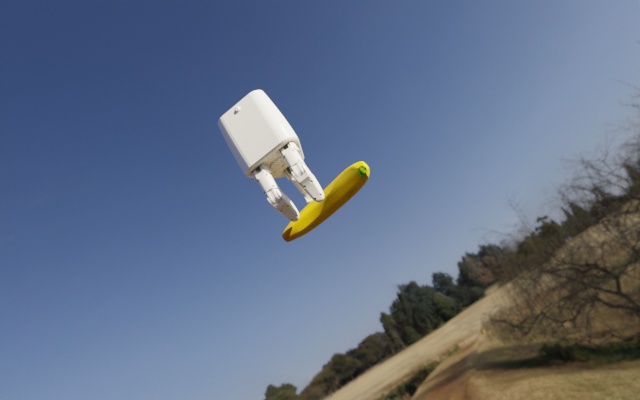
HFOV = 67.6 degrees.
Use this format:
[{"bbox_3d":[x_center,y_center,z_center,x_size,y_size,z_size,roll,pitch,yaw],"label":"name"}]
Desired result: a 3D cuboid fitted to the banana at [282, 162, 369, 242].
[{"bbox_3d":[0.013,-0.003,0.726,0.069,0.037,0.198,-16,-22,-51],"label":"banana"}]
